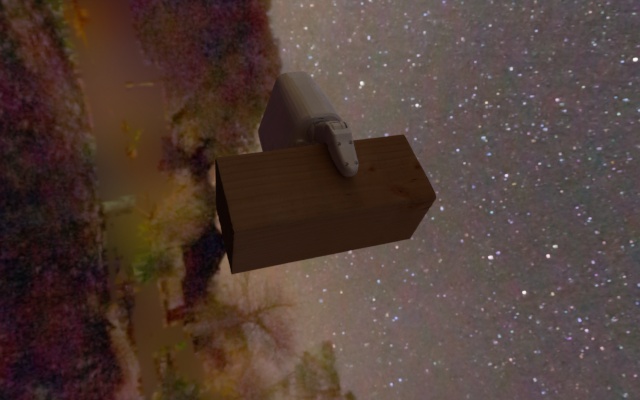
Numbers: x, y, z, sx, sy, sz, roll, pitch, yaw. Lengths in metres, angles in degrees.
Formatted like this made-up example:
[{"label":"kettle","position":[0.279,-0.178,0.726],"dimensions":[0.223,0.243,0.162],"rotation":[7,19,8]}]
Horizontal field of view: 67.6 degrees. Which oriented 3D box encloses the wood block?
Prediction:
[{"label":"wood block","position":[0.000,0.001,0.505],"dimensions":[0.206,0.090,0.091],"rotation":[-10,-32,-17]}]
